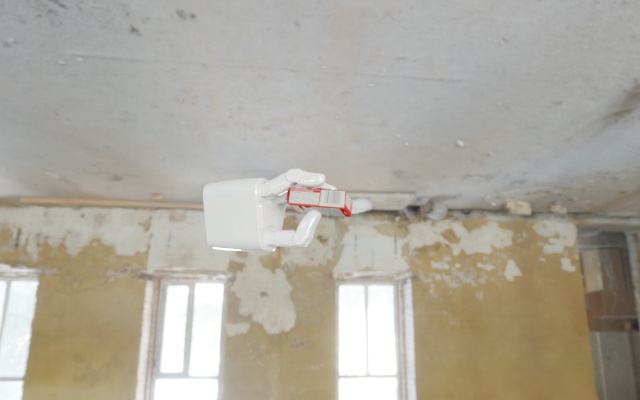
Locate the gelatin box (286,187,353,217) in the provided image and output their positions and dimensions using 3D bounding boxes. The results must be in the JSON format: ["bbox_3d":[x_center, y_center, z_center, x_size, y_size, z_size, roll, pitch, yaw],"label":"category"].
[{"bbox_3d":[0.000,0.003,0.728,0.089,0.030,0.073,4,-12,13],"label":"gelatin box"}]
